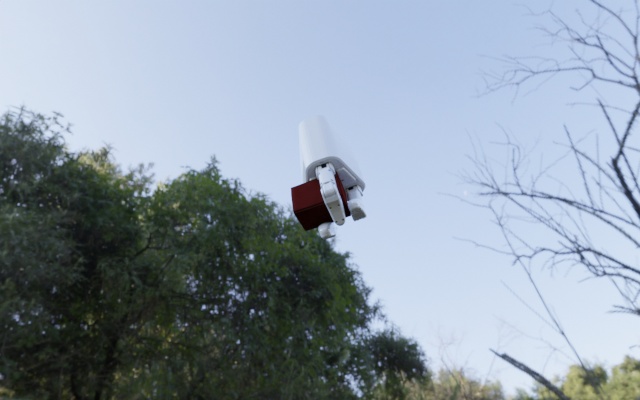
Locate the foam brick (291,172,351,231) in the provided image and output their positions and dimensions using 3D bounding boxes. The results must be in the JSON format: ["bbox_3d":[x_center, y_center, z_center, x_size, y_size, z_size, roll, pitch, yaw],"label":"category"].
[{"bbox_3d":[0.000,0.002,0.725,0.078,0.051,0.053,-19,-40,6],"label":"foam brick"}]
